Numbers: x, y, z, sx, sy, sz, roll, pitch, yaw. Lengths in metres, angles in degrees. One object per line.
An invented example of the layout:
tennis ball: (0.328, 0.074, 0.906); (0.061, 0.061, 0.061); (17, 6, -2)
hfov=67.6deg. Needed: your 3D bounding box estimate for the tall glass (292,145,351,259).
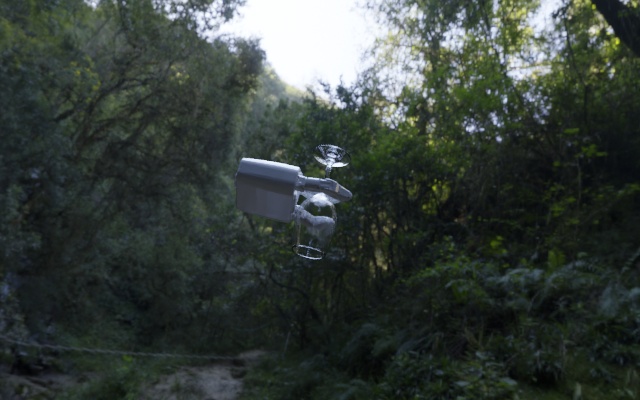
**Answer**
tall glass: (0.000, 0.002, 0.873); (0.079, 0.201, 0.079); (11, -24, 5)
